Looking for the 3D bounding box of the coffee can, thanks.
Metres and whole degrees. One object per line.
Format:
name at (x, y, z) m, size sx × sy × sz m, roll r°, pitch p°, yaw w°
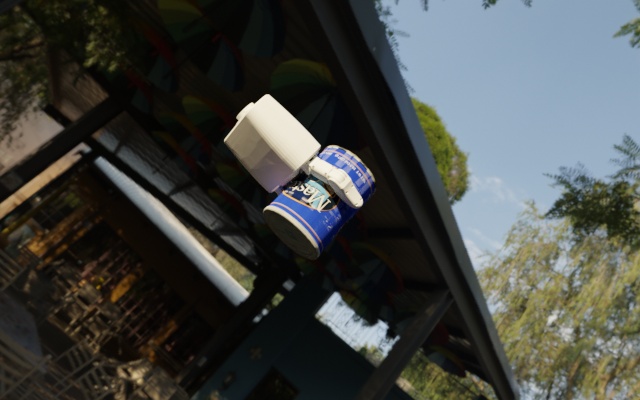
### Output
coffee can at (0.000, 0.003, 0.705) m, size 0.140 × 0.103 × 0.103 m, roll -47°, pitch 22°, yaw -22°
